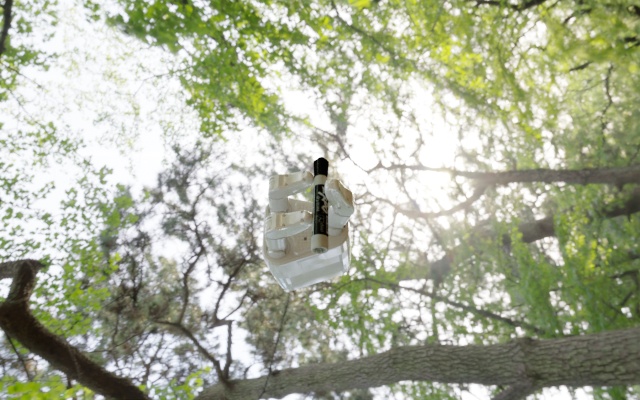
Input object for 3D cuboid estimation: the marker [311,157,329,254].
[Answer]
[{"bbox_3d":[0.000,0.002,0.540,0.020,0.121,0.020,1,-31,0],"label":"marker"}]
